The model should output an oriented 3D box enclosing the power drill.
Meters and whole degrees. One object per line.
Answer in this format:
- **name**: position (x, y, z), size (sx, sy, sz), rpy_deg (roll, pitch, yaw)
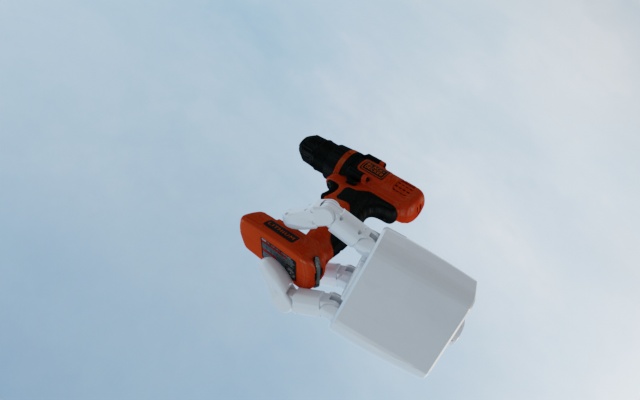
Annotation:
- **power drill**: position (0.000, 0.002, 0.554), size (0.184, 0.057, 0.187), rpy_deg (31, 53, 29)
